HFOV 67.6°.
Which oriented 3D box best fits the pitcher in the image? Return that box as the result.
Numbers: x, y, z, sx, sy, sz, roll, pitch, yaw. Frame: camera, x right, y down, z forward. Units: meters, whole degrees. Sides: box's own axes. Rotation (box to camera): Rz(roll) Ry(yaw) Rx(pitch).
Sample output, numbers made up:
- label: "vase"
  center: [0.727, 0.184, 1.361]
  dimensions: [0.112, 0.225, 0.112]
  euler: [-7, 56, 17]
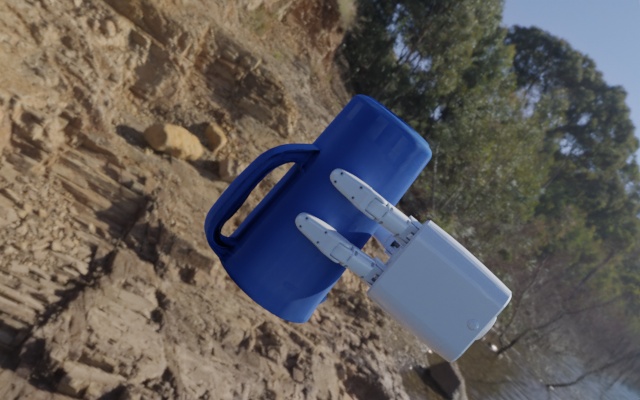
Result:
- label: "pitcher"
  center: [0.000, 0.002, 0.529]
  dimensions: [0.145, 0.243, 0.149]
  euler: [41, 8, 13]
